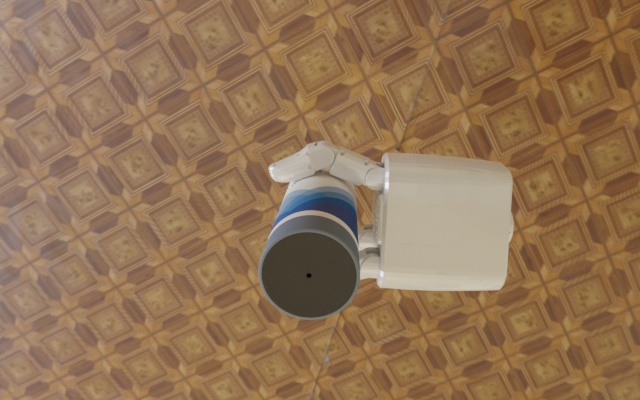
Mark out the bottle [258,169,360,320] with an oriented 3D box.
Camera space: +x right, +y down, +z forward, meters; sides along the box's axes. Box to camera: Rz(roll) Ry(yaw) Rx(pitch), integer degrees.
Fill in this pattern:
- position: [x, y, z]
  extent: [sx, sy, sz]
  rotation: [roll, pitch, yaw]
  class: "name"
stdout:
- position: [0.000, 0.002, 0.447]
  extent: [0.069, 0.069, 0.295]
  rotation: [0, 19, 3]
  class: "bottle"
